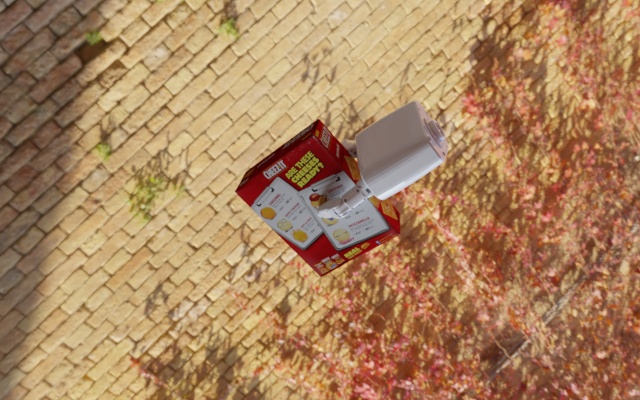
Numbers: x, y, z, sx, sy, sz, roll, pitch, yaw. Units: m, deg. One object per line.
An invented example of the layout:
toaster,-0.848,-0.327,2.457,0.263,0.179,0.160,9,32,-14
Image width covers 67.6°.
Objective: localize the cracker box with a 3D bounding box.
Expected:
cracker box,0.000,0.003,0.760,0.164,0.214,0.072,-32,23,25
